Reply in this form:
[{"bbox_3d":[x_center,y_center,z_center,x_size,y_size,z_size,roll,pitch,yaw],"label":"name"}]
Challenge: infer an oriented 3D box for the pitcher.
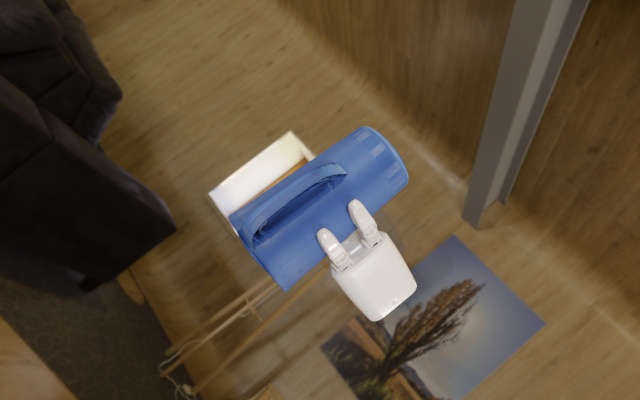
[{"bbox_3d":[0.000,0.002,0.667,0.243,0.145,0.149,-38,24,-6],"label":"pitcher"}]
